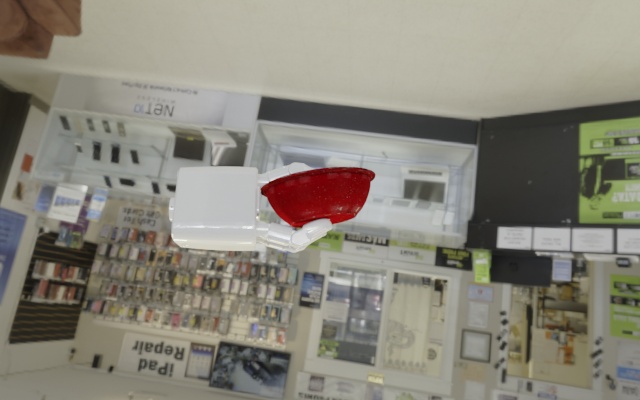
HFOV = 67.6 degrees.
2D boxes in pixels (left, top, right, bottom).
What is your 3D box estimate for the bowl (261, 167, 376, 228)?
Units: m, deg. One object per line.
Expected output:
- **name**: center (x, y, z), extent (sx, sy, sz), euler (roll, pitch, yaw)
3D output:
- **bowl**: center (0.001, 0.002, 0.659), extent (0.162, 0.055, 0.162), euler (-8, -11, -2)
